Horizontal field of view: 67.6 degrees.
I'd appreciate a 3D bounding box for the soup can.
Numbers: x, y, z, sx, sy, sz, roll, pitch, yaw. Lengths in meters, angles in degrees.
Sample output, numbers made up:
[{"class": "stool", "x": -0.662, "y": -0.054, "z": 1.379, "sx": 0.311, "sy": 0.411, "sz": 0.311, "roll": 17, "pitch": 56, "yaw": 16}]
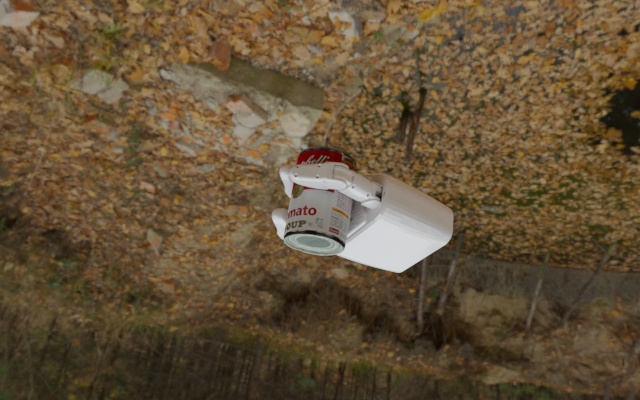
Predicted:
[{"class": "soup can", "x": 0.000, "y": 0.002, "z": 0.522, "sx": 0.068, "sy": 0.102, "sz": 0.068, "roll": 8, "pitch": -24, "yaw": 3}]
